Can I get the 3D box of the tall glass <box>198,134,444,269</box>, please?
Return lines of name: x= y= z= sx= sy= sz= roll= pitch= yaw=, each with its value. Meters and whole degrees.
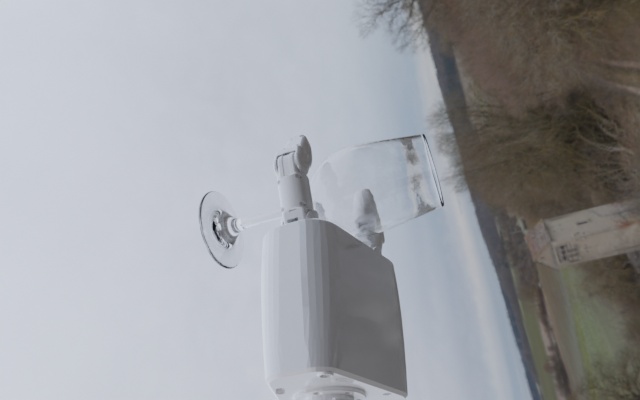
tall glass: x=-0.001 y=0.001 z=0.415 sx=0.201 sy=0.079 sz=0.079 roll=-16 pitch=-5 yaw=16
